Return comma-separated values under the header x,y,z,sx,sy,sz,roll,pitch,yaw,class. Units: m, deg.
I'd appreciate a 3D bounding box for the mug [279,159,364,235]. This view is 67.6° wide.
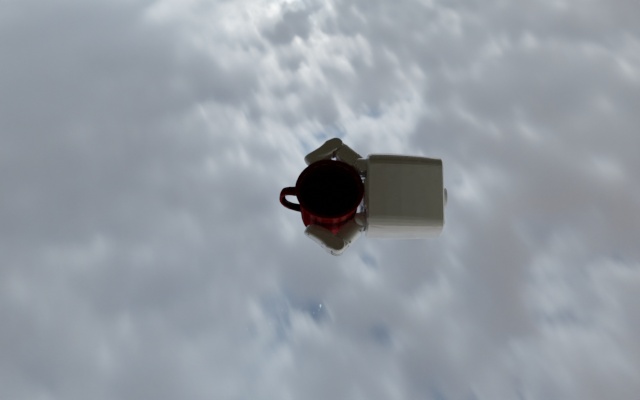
x,y,z,sx,sy,sz,roll,pitch,yaw,class
-0.001,0.002,0.676,0.117,0.093,0.081,2,-29,1,mug
